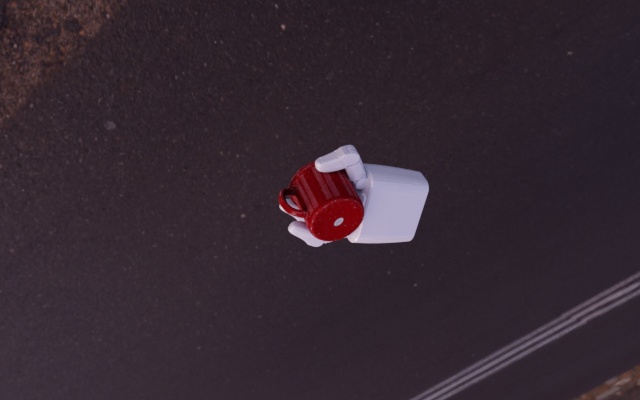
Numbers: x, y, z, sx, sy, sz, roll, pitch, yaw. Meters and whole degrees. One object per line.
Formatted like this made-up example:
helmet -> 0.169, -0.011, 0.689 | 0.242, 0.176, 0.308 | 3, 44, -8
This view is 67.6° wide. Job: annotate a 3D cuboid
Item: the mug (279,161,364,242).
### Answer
mug -> -0.001, 0.002, 0.663 | 0.117, 0.093, 0.081 | 2, 38, -26
